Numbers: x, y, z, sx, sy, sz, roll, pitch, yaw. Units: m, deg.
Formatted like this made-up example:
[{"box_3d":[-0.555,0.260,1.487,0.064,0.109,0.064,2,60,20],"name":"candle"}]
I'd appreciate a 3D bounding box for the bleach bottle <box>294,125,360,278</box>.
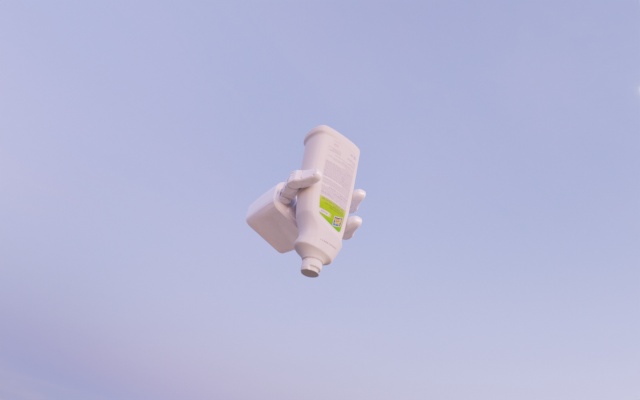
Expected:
[{"box_3d":[0.000,0.003,0.776,0.102,0.250,0.068,30,-37,-25],"name":"bleach bottle"}]
